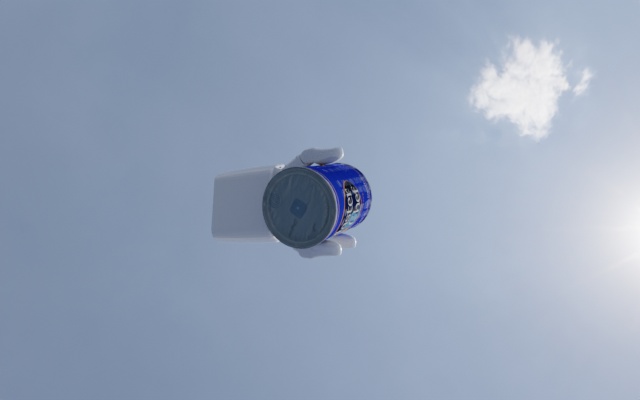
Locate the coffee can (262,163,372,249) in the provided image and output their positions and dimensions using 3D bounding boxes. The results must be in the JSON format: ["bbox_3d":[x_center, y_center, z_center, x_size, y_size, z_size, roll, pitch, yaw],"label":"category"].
[{"bbox_3d":[0.000,0.002,0.652,0.103,0.103,0.140,0,6,25],"label":"coffee can"}]
